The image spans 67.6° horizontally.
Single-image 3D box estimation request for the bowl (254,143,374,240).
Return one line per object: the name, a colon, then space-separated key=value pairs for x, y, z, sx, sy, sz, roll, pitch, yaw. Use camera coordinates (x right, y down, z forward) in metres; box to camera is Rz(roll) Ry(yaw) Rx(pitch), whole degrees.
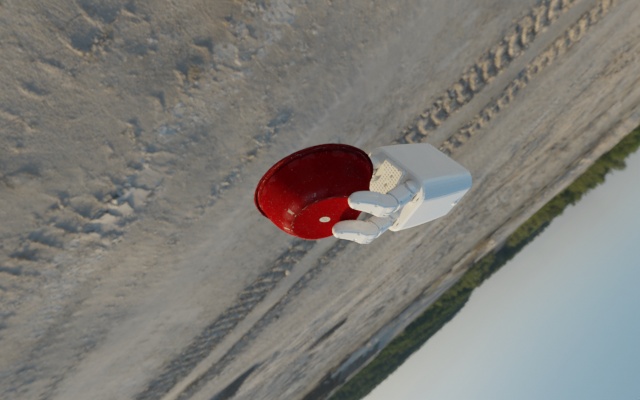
bowl: x=-0.001 y=0.003 z=0.608 sx=0.162 sy=0.055 sz=0.162 roll=-14 pitch=-34 yaw=-9
